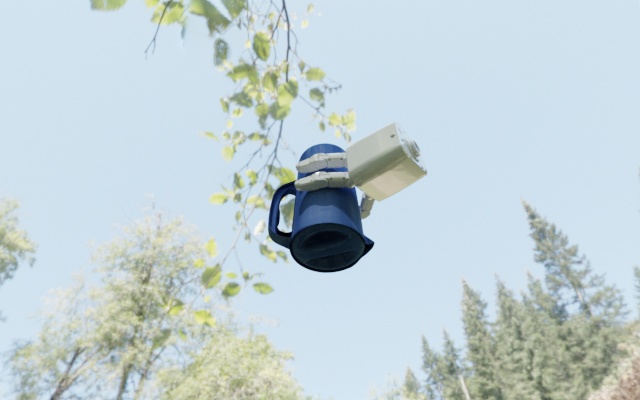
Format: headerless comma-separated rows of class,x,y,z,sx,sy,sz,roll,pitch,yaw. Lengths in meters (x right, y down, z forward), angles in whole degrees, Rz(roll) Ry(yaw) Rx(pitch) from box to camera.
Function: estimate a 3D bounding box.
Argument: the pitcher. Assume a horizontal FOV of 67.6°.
pitcher,0.000,0.003,0.897,0.145,0.242,0.149,-30,-52,24
